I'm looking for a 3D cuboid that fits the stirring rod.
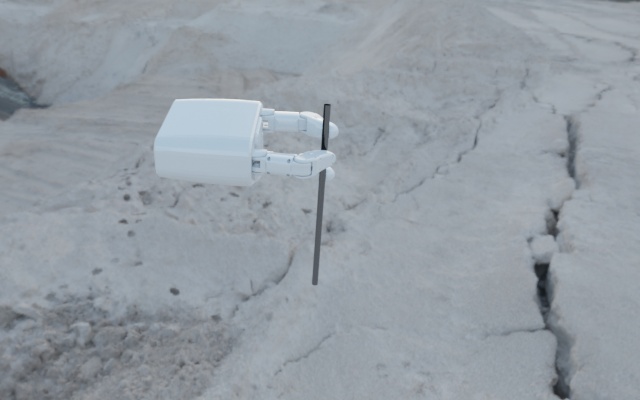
[{"bbox_3d":[0.000,0.002,0.583,0.011,0.240,0.011,3,25,-2],"label":"stirring rod"}]
